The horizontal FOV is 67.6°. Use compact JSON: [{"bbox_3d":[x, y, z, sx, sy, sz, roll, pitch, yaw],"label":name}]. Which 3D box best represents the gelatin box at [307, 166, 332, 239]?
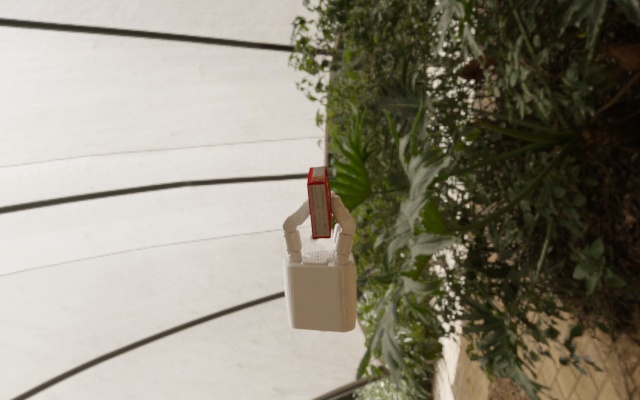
[{"bbox_3d":[0.000,0.002,0.704,0.030,0.089,0.073,-5,22,4],"label":"gelatin box"}]
